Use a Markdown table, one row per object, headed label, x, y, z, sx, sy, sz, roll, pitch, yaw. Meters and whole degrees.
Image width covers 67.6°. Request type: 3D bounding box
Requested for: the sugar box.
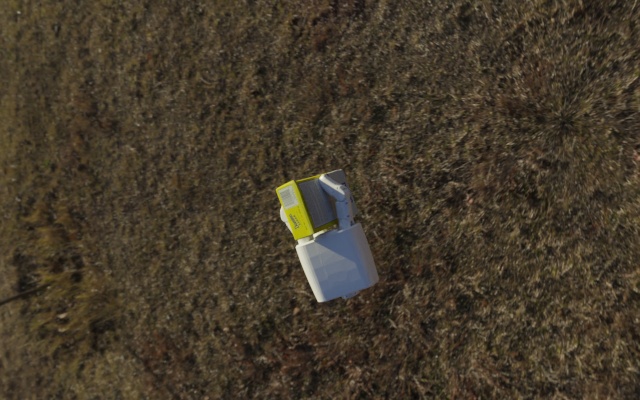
| label | x | y | z | sx | sy | sz | roll | pitch | yaw |
| --- | --- | --- | --- | --- | --- | --- | --- | --- | --- |
| sugar box | 0.000 | 0.003 | 0.838 | 0.048 | 0.093 | 0.176 | -21 | -2 | 28 |
